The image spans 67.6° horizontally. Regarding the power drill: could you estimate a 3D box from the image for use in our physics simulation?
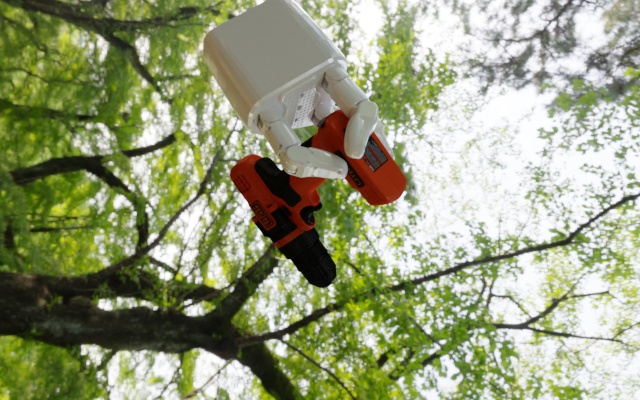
[{"bbox_3d":[0.000,0.001,0.524,0.188,0.184,0.057,-32,8,41],"label":"power drill"}]
